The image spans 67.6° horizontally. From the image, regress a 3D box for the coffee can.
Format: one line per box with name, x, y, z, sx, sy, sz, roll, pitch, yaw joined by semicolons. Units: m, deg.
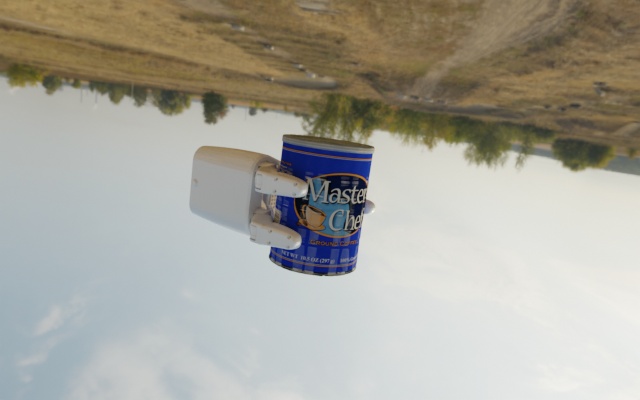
coffee can;0.000;0.002;0.539;0.103;0.140;0.103;7;10;-1
